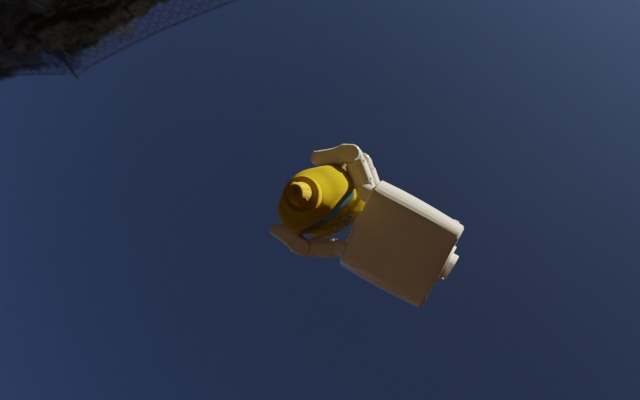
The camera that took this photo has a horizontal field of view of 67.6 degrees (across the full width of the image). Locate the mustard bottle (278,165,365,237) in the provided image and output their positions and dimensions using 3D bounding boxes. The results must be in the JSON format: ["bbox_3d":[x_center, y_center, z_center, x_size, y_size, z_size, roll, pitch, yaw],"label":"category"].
[{"bbox_3d":[0.000,0.002,0.574,0.096,0.058,0.191,-38,-14,9],"label":"mustard bottle"}]
